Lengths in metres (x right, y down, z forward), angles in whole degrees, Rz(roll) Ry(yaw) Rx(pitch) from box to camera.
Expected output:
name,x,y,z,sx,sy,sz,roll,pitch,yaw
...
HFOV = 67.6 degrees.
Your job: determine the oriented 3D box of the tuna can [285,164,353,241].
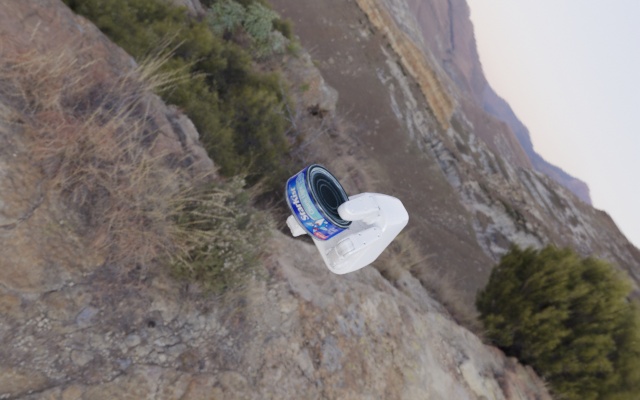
name,x,y,z,sx,sy,sz,roll,pitch,yaw
tuna can,0.000,0.002,0.550,0.034,0.086,0.086,-32,-15,26
